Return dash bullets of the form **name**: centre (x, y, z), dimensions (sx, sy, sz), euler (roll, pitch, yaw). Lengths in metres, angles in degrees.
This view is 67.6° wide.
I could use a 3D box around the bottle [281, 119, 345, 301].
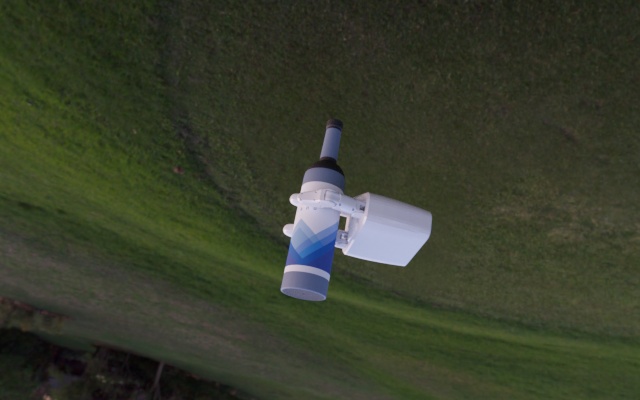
- **bottle**: centre (0.000, 0.003, 0.743), dimensions (0.069, 0.295, 0.069), euler (9, -24, 4)
